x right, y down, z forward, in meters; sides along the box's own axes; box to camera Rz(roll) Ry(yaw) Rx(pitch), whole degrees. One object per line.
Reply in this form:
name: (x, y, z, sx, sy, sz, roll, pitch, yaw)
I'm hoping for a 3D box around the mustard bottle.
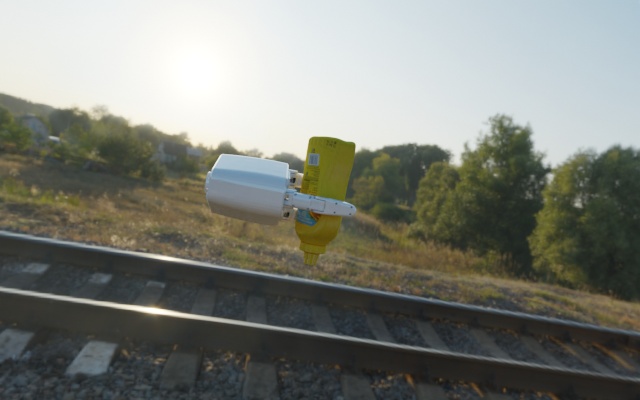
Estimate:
mustard bottle: (0.000, 0.002, 0.715, 0.058, 0.191, 0.096, 9, 3, -31)
